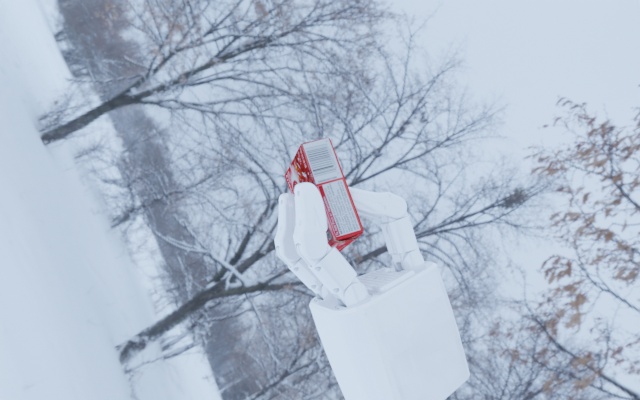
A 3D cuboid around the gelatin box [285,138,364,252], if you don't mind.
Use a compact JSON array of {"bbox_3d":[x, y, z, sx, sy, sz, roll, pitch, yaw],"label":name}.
[{"bbox_3d":[0.000,0.001,0.417,0.030,0.089,0.073,-15,-13,-19],"label":"gelatin box"}]
